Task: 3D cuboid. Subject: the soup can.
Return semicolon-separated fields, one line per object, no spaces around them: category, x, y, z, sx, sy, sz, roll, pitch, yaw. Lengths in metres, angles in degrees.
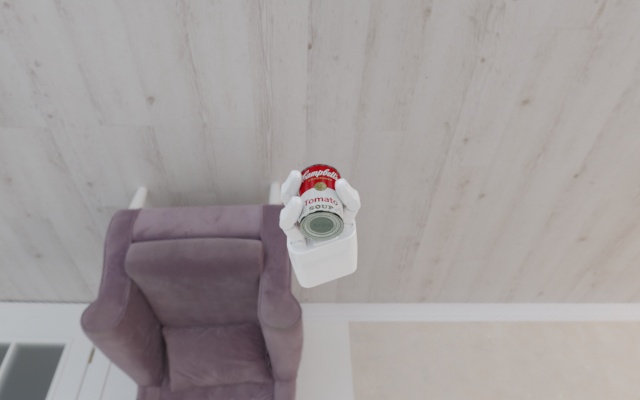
soup can;0.000;0.002;0.729;0.068;0.102;0.069;-1;-43;-1
